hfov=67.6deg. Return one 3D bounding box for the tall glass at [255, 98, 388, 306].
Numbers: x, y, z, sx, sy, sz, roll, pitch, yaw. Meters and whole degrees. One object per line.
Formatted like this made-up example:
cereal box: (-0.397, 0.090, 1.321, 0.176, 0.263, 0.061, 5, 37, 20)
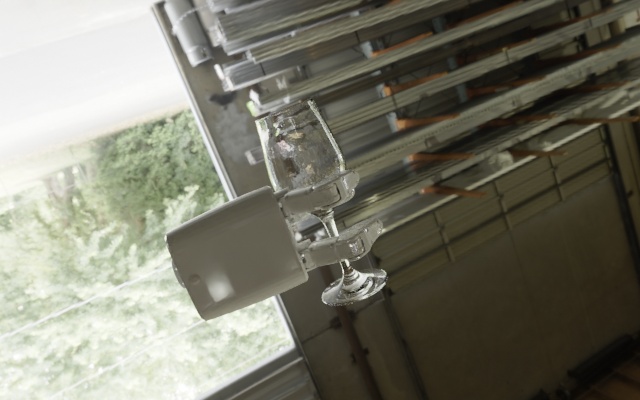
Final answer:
tall glass: (0.000, 0.002, 0.488, 0.079, 0.201, 0.079, -21, 12, 4)
